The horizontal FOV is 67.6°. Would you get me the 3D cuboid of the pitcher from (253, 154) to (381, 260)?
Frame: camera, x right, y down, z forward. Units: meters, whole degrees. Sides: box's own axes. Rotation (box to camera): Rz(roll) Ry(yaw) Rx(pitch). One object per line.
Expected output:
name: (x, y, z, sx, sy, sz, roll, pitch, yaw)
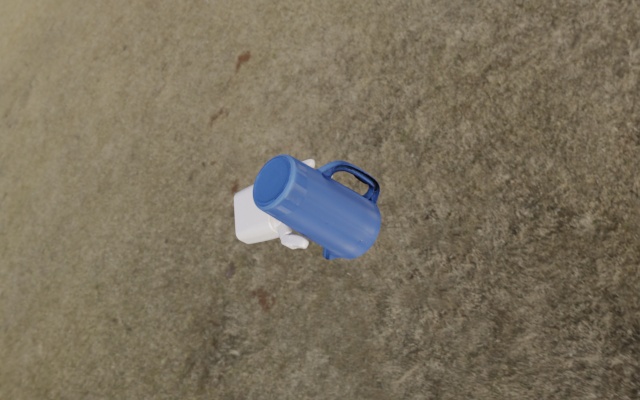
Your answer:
pitcher: (0.000, 0.003, 0.897, 0.145, 0.149, 0.243, -17, -34, 38)
